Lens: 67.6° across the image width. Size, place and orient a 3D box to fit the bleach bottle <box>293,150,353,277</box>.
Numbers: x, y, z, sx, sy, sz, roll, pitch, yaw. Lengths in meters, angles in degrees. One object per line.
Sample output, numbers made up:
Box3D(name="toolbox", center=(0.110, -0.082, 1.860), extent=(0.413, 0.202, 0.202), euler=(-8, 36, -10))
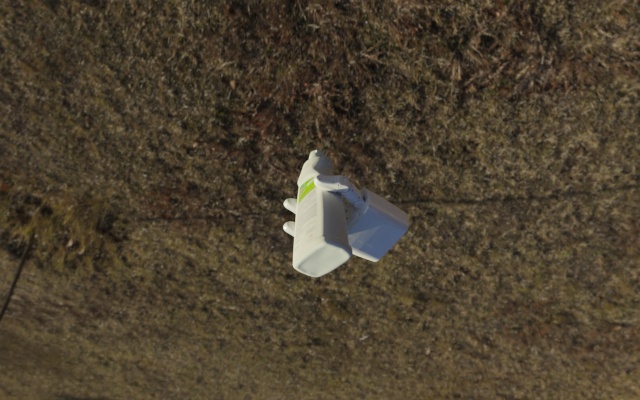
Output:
Box3D(name="bleach bottle", center=(0.000, 0.003, 0.836), extent=(0.068, 0.250, 0.103), euler=(28, -48, -29))
